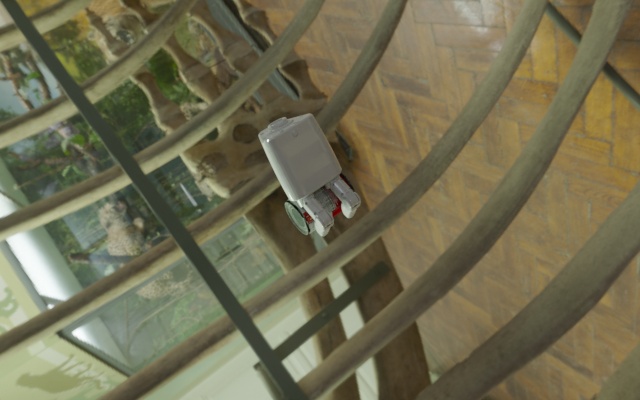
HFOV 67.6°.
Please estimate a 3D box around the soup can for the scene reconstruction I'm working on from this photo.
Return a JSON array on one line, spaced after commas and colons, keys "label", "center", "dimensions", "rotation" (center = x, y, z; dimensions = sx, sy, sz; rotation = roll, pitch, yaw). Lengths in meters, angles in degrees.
[{"label": "soup can", "center": [0.000, 0.003, 0.797], "dimensions": [0.102, 0.068, 0.068], "rotation": [-34, 12, -19]}]
